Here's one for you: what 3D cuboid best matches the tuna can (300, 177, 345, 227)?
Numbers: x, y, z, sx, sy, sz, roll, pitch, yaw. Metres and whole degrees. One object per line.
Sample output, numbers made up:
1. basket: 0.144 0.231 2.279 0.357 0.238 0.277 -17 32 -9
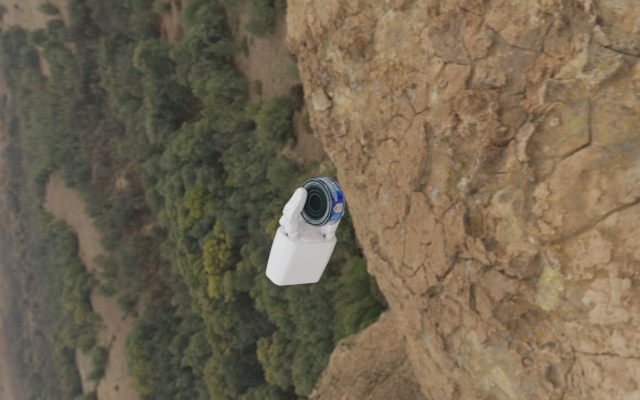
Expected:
1. tuna can: 0.000 0.003 0.834 0.086 0.086 0.034 0 5 45
